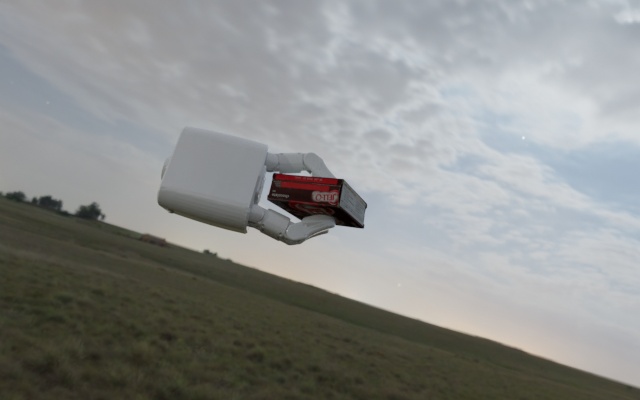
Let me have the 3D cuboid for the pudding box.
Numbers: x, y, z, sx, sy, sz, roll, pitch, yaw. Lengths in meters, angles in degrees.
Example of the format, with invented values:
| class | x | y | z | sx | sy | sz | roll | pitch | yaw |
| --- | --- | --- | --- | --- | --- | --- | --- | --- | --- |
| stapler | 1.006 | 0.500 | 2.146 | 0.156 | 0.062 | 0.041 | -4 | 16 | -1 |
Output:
| class | x | y | z | sx | sy | sz | roll | pitch | yaw |
| --- | --- | --- | --- | --- | --- | --- | --- | --- | --- |
| pudding box | 0.000 | 0.002 | 0.584 | 0.090 | 0.039 | 0.113 | 7 | -11 | 22 |
